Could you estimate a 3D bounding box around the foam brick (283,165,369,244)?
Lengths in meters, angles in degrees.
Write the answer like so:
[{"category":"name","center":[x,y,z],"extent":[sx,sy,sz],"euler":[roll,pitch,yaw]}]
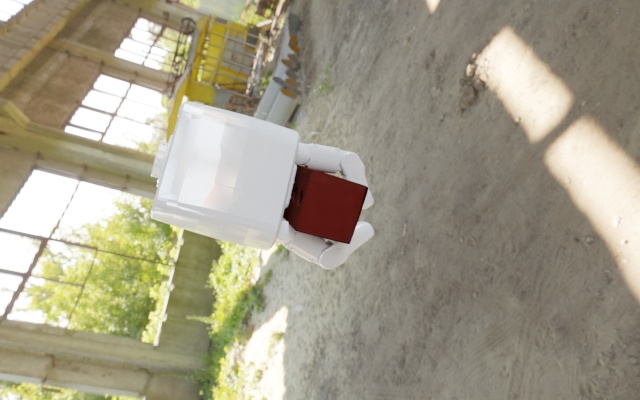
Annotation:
[{"category":"foam brick","center":[0.000,0.001,0.427],"extent":[0.051,0.053,0.078],"euler":[16,3,-16]}]
